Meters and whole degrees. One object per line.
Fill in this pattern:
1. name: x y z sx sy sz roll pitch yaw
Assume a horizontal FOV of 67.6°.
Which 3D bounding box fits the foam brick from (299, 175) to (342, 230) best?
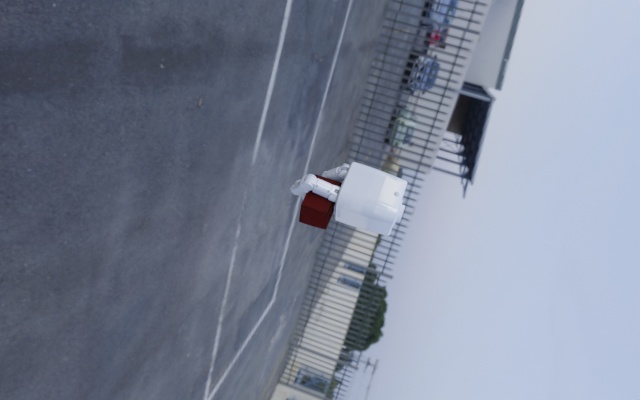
1. foam brick: 0.000 0.003 0.854 0.051 0.078 0.053 19 -35 8
